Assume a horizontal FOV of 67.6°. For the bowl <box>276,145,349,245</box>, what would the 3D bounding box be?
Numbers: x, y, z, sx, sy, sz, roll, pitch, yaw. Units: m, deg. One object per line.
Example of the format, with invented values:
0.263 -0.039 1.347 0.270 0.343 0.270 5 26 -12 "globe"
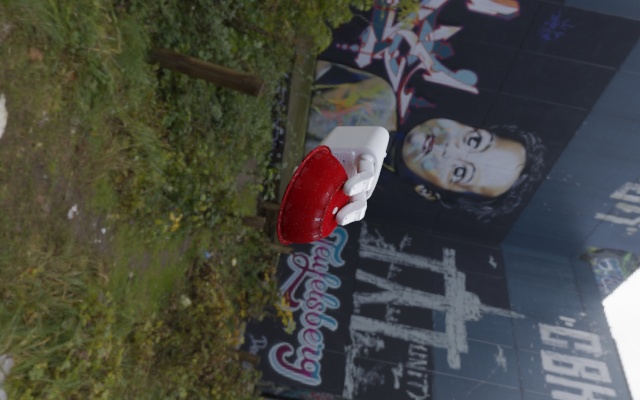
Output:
0.000 0.003 0.709 0.055 0.162 0.162 25 8 18 "bowl"
